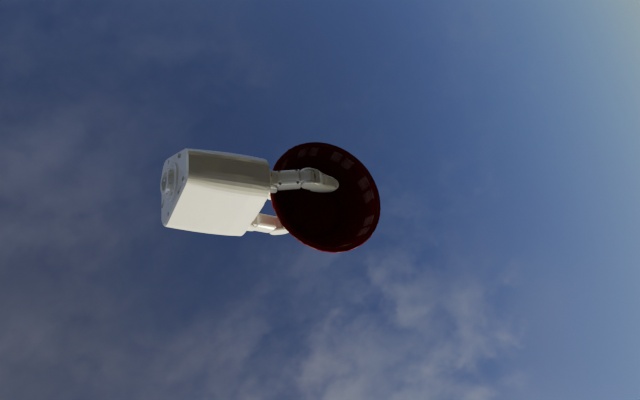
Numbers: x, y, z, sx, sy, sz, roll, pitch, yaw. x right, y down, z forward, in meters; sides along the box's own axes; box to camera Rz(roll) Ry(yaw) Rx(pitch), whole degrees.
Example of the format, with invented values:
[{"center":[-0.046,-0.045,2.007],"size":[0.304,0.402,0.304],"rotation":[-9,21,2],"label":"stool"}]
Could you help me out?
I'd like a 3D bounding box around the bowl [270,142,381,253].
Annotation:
[{"center":[0.001,0.003,0.662],"size":[0.162,0.162,0.055],"rotation":[0,-23,-23],"label":"bowl"}]
